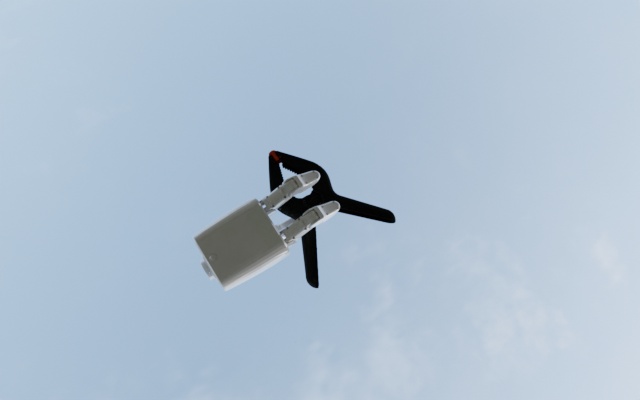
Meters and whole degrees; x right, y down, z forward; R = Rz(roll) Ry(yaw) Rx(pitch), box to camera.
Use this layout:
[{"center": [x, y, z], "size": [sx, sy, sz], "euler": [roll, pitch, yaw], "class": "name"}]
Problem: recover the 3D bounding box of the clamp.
[{"center": [0.000, 0.002, 0.718], "size": [0.164, 0.210, 0.036], "euler": [-31, -12, -14], "class": "clamp"}]
